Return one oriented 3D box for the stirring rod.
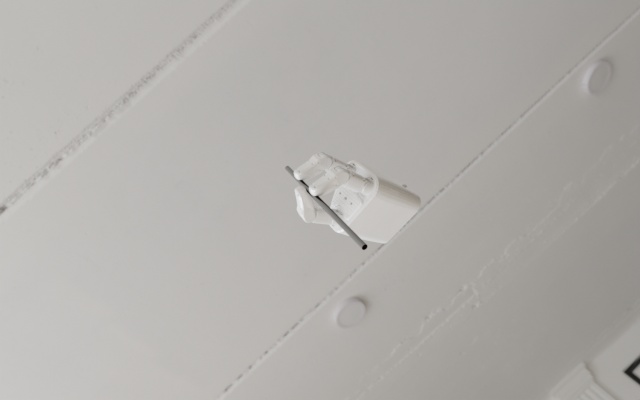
[{"bbox_3d":[0.000,0.002,0.664,0.011,0.011,0.239,0,27,-29],"label":"stirring rod"}]
